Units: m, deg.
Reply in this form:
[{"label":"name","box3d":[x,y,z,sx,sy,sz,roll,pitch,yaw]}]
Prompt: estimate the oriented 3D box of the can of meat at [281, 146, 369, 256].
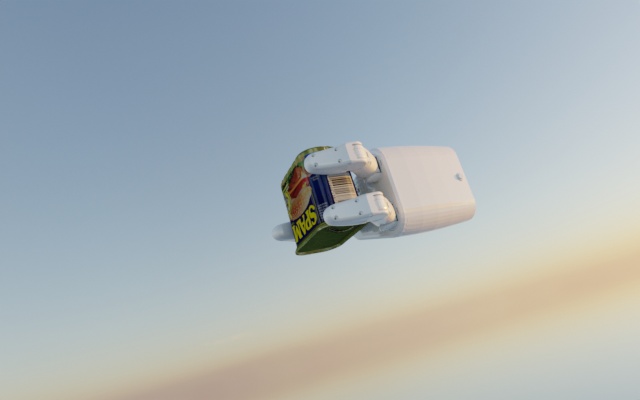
[{"label":"can of meat","box3d":[0.000,0.001,0.503,0.057,0.084,0.102,-8,-20,-25]}]
